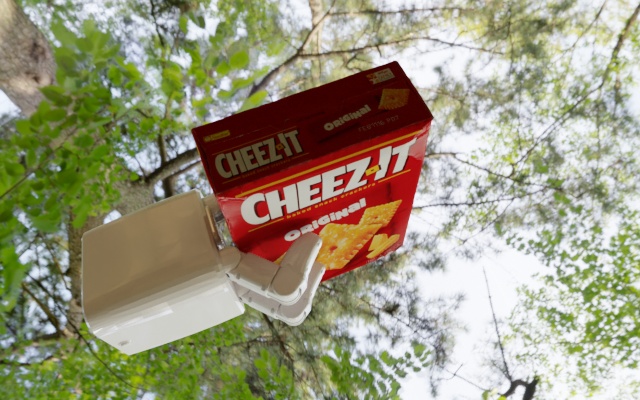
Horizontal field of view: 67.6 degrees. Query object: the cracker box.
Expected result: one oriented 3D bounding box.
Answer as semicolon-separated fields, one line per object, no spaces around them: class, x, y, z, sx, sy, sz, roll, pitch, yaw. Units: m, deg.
cracker box;0.000;0.001;0.421;0.164;0.072;0.214;-21;-29;-9
